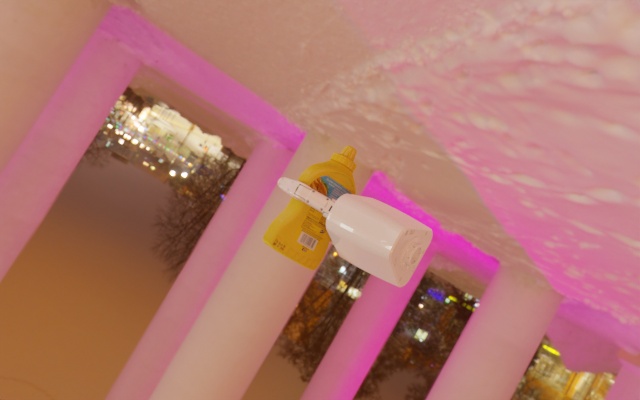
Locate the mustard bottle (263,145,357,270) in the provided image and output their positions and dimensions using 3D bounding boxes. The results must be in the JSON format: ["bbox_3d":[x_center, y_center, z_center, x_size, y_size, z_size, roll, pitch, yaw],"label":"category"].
[{"bbox_3d":[0.000,0.002,0.717,0.096,0.191,0.058,34,-6,-31],"label":"mustard bottle"}]
